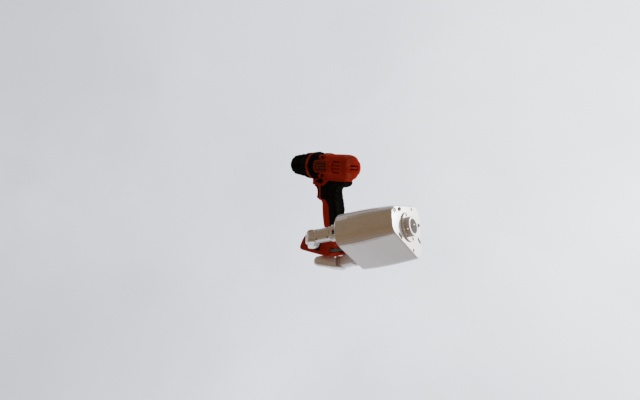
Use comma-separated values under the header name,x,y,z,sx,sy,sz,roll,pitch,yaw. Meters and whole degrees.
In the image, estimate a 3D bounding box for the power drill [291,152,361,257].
name,x,y,z,sx,sy,sz,roll,pitch,yaw
power drill,0.000,0.003,0.891,0.057,0.187,0.184,-4,7,-35
